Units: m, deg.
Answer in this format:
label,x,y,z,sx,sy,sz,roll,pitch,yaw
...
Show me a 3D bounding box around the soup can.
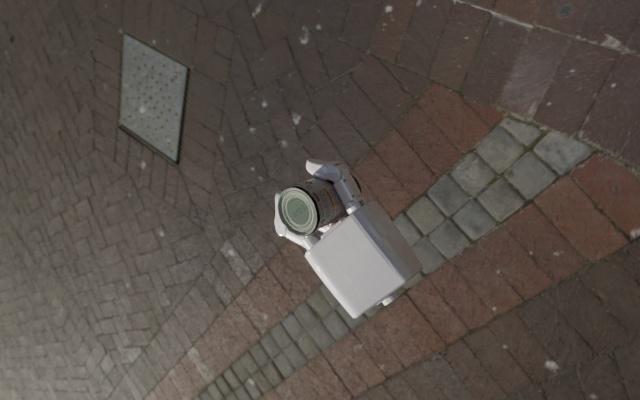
label,x,y,z,sx,sy,sz,roll,pitch,yaw
soup can,0.000,0.002,0.635,0.068,0.068,0.102,0,15,38
